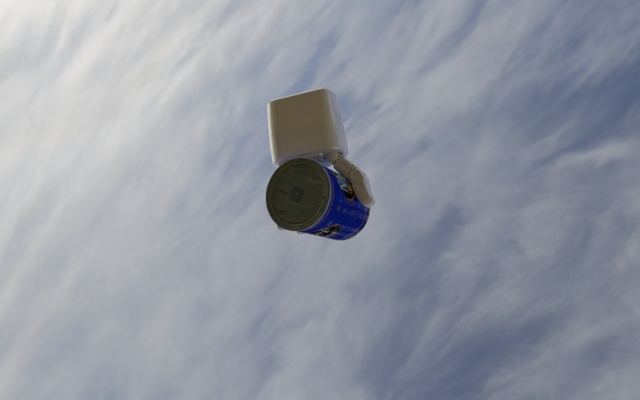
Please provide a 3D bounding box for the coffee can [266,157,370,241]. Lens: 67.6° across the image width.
[{"bbox_3d":[0.000,0.002,0.709,0.103,0.103,0.140,0,-10,29],"label":"coffee can"}]
